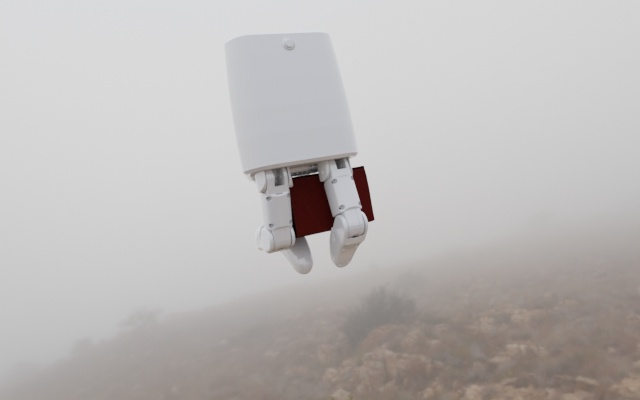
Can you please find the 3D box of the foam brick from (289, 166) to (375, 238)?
[{"bbox_3d":[0.000,0.001,0.427,0.078,0.051,0.053,-11,0,-24],"label":"foam brick"}]
